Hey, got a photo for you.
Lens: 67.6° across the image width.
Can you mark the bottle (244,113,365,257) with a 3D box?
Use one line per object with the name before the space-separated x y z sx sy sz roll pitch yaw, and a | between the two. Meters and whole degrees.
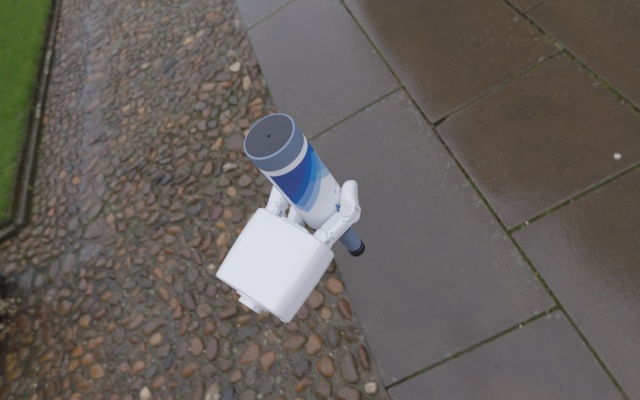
bottle | 0.000 0.002 0.653 0.069 0.069 0.296 0 -31 28
